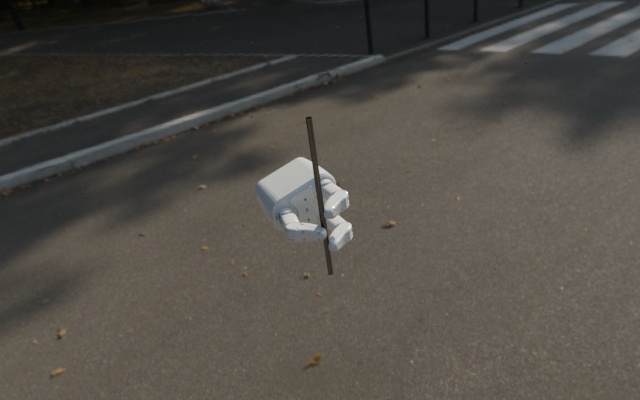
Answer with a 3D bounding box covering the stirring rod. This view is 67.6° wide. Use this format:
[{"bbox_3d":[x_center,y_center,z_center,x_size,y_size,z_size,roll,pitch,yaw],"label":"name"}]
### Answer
[{"bbox_3d":[0.000,0.002,0.657,0.011,0.240,0.011,-6,27,3],"label":"stirring rod"}]
